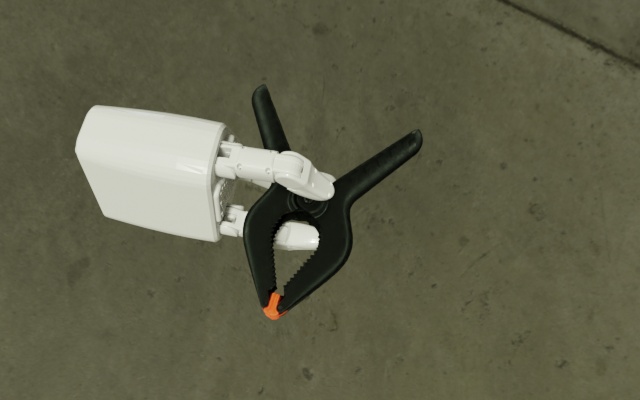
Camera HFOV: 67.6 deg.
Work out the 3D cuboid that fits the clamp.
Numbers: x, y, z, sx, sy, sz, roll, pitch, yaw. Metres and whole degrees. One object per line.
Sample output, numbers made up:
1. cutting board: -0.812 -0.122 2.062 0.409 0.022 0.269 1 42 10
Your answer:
1. clamp: 0.000 0.002 0.418 0.164 0.210 0.036 10 -20 2
